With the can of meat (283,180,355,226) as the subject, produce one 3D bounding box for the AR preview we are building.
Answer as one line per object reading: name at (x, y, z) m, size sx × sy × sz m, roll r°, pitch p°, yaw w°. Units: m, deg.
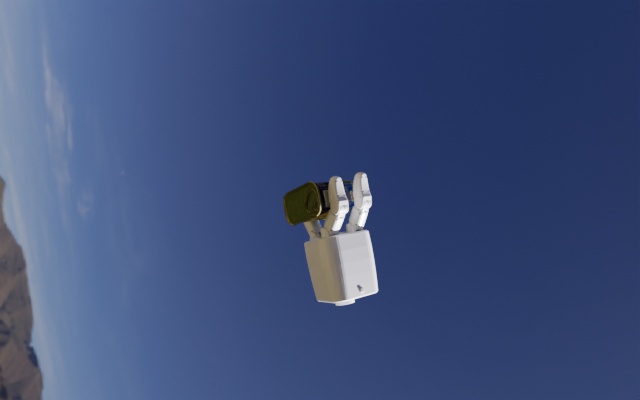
can of meat at (0.000, 0.003, 0.802) m, size 0.084 × 0.057 × 0.102 m, roll -6°, pitch -11°, yaw -37°
